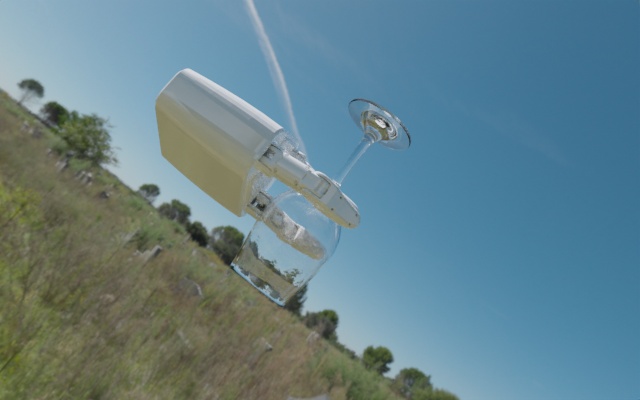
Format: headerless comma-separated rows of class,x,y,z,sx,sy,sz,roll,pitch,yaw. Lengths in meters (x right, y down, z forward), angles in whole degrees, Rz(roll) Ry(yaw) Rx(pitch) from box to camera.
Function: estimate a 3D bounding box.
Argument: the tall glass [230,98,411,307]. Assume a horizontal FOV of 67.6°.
tall glass,0.001,0.001,0.454,0.079,0.201,0.079,35,-13,9
